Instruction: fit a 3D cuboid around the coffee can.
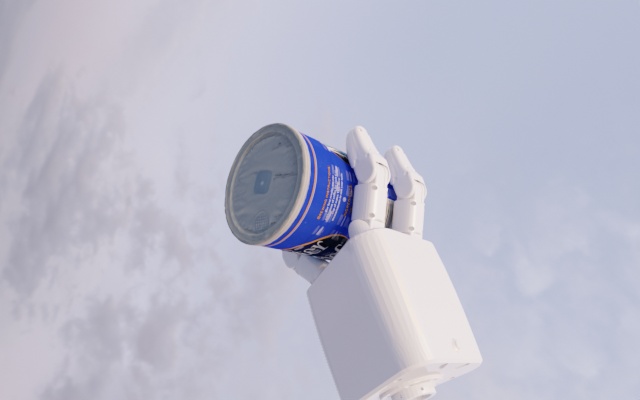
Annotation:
[{"bbox_3d":[0.000,0.001,0.434,0.103,0.103,0.140,0,-13,46],"label":"coffee can"}]
